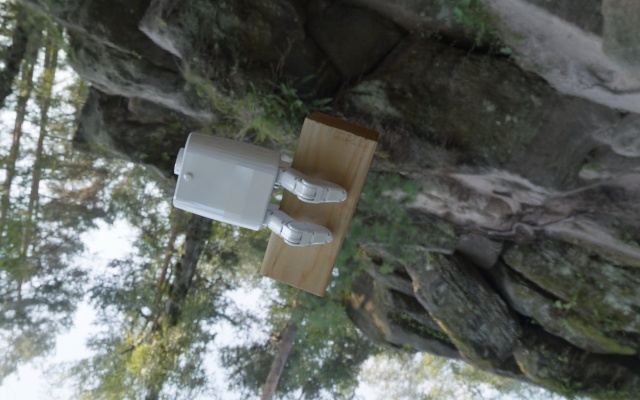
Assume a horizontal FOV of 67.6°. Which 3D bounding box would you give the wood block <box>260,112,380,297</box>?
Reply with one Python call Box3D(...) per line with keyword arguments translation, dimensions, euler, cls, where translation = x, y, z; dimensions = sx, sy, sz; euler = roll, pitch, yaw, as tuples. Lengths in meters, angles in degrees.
Box3D(translation=(0.000, 0.002, 0.610), dimensions=(0.090, 0.206, 0.090), euler=(19, 18, 2), cls="wood block")
